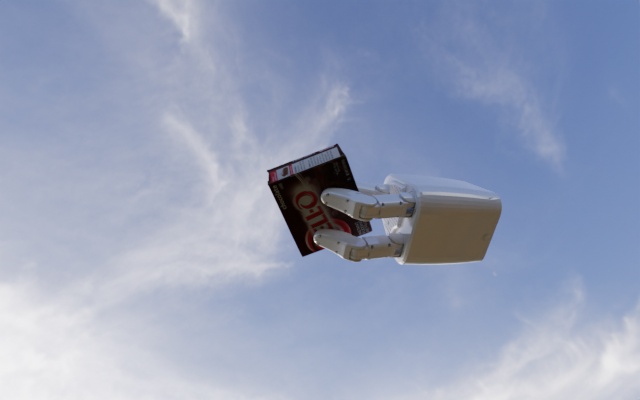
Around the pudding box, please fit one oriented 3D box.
[{"bbox_3d":[0.000,0.002,0.547,0.090,0.114,0.039,-21,31,2],"label":"pudding box"}]
